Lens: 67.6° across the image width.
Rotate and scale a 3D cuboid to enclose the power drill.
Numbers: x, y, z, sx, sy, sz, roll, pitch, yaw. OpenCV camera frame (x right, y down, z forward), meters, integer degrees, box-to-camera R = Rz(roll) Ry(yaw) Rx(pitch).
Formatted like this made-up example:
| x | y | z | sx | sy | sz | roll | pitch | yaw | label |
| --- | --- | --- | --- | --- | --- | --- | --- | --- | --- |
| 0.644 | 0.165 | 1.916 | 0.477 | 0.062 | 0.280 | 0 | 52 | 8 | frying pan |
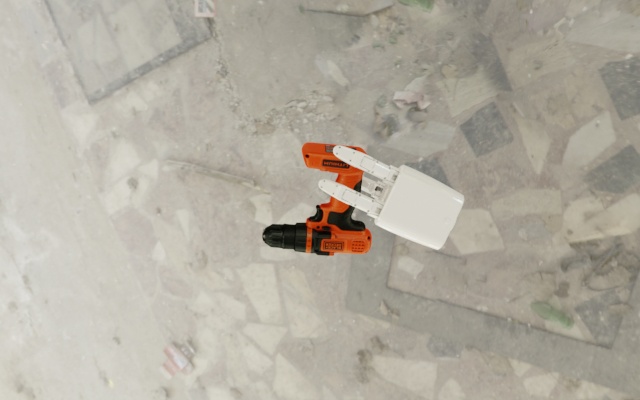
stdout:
| x | y | z | sx | sy | sz | roll | pitch | yaw | label |
| --- | --- | --- | --- | --- | --- | --- | --- | --- | --- |
| 0.000 | 0.002 | 0.777 | 0.184 | 0.188 | 0.057 | 3 | 27 | -6 | power drill |
